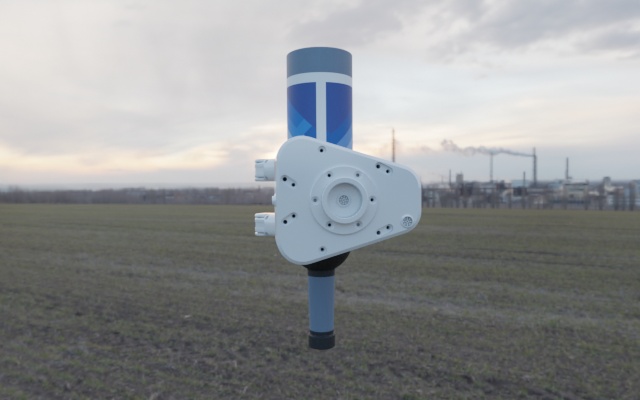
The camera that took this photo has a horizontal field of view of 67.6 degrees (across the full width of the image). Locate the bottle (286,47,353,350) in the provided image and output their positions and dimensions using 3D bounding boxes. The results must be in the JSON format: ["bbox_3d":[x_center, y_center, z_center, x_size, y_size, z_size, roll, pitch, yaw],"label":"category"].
[{"bbox_3d":[0.000,0.001,0.485,0.069,0.296,0.069,0,2,0],"label":"bottle"}]
